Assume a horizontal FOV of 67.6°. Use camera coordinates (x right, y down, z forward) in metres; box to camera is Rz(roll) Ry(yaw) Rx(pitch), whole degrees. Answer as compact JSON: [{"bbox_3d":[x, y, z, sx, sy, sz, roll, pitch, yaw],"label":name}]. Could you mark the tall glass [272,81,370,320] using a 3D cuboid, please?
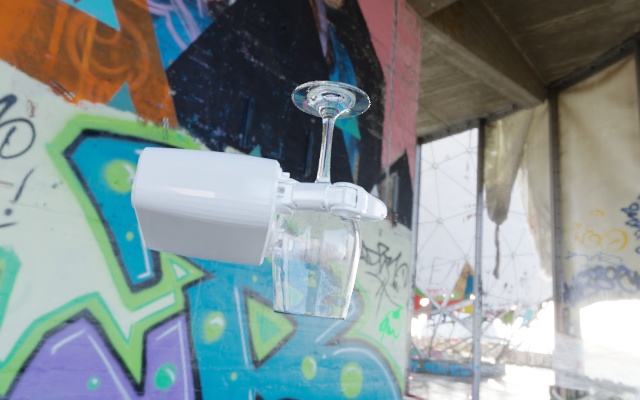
[{"bbox_3d":[0.000,0.001,0.427,0.079,0.201,0.079,5,-14,1],"label":"tall glass"}]
